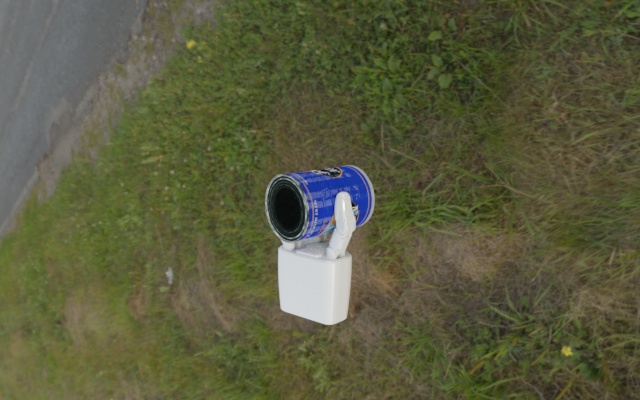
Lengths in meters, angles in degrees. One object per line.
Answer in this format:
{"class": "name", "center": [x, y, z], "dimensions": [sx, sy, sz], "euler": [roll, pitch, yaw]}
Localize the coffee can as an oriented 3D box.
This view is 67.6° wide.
{"class": "coffee can", "center": [0.000, 0.002, 0.743], "dimensions": [0.140, 0.103, 0.103], "euler": [-11, 7, -41]}
